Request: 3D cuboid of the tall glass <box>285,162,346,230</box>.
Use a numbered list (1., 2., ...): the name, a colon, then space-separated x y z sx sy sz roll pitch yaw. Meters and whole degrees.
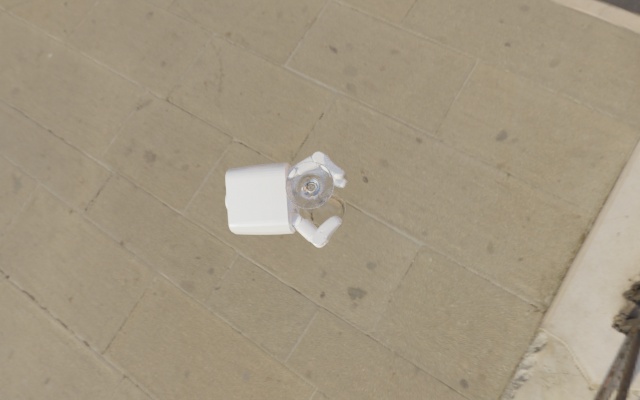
1. tall glass: 0.000 0.003 0.804 0.079 0.079 0.201 0 -15 10
